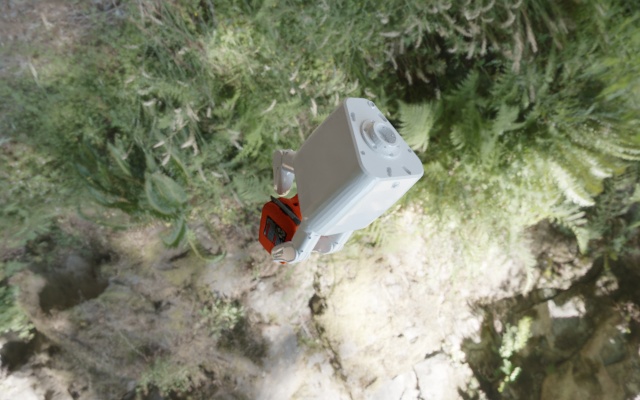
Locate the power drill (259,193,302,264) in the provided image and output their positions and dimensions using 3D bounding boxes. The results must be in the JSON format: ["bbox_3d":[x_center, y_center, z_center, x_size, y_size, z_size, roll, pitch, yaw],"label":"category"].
[{"bbox_3d":[0.000,0.002,0.656,0.187,0.057,0.185,-41,-18,-30],"label":"power drill"}]
